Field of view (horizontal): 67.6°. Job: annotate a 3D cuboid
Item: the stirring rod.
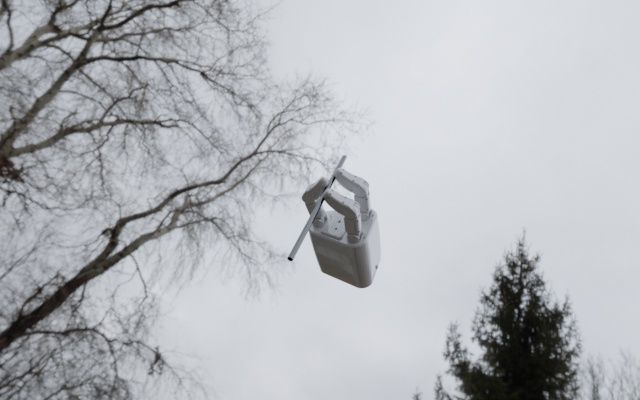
[{"bbox_3d":[0.000,0.002,0.715,0.011,0.011,0.239,0,39,25],"label":"stirring rod"}]
